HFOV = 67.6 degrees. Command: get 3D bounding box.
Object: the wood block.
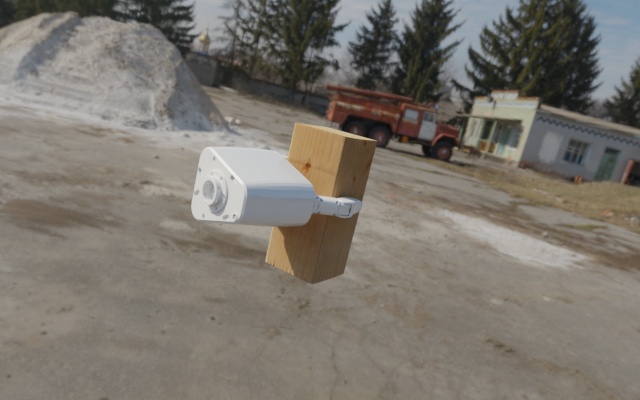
[{"bbox_3d":[0.000,0.002,0.688,0.091,0.206,0.090,21,14,31],"label":"wood block"}]
